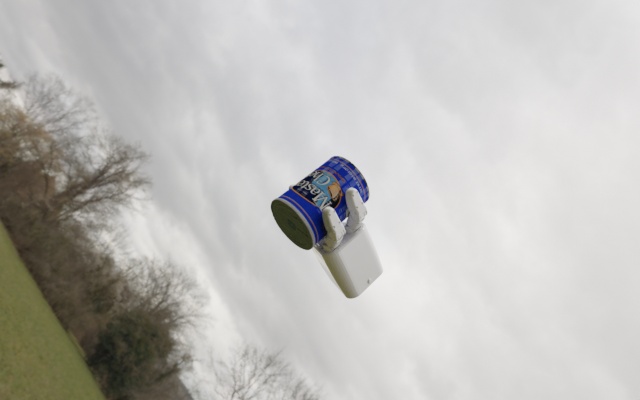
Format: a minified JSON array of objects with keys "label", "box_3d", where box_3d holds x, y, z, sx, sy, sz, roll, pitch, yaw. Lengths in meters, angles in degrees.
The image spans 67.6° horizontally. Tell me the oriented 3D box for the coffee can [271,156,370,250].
[{"label":"coffee can","box_3d":[0.000,0.003,0.820,0.140,0.103,0.103,-38,19,-26]}]
